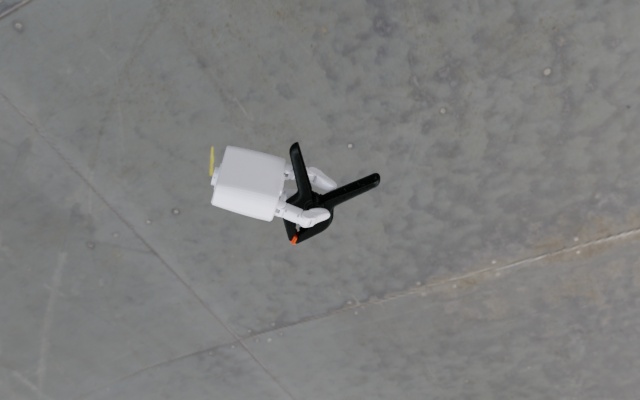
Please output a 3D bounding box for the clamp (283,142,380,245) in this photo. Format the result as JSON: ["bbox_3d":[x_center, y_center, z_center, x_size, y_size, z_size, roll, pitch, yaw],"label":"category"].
[{"bbox_3d":[0.000,0.004,0.849,0.164,0.210,0.036,15,38,-10],"label":"clamp"}]
